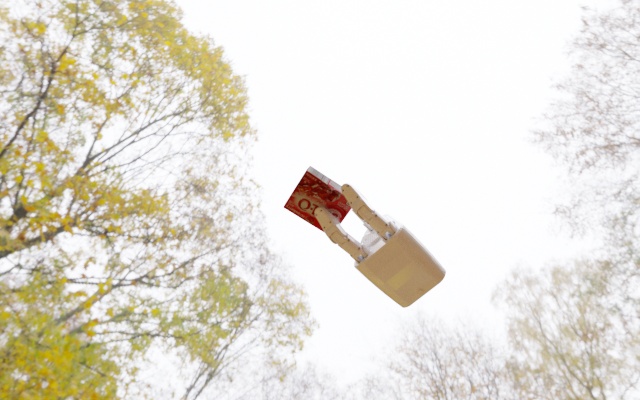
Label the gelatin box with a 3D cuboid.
[{"bbox_3d":[0.000,0.002,0.723,0.089,0.073,0.030,33,25,-3],"label":"gelatin box"}]
